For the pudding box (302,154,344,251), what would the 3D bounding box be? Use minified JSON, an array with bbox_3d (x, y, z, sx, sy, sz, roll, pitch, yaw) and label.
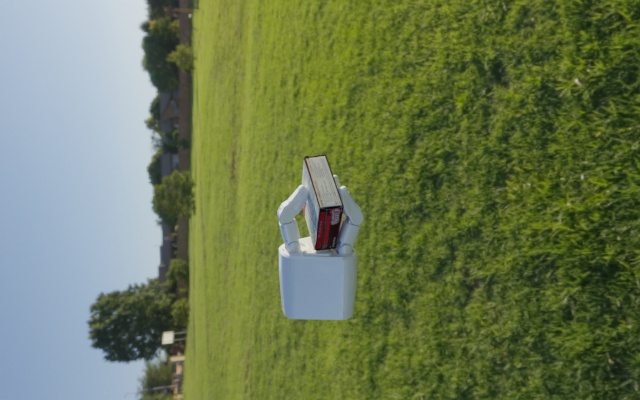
[{"bbox_3d":[0.000,0.002,0.695,0.039,0.090,0.113,-6,46,-14],"label":"pudding box"}]
